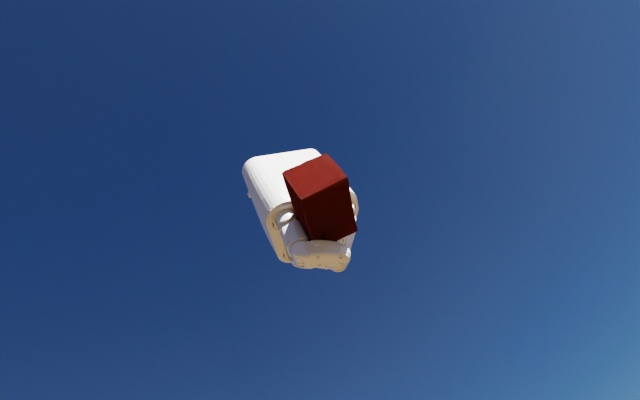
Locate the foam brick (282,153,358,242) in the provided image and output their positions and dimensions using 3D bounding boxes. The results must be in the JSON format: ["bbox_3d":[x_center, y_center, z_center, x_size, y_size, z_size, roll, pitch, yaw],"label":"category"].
[{"bbox_3d":[0.000,0.001,0.490,0.053,0.078,0.051,-24,45,-11],"label":"foam brick"}]
